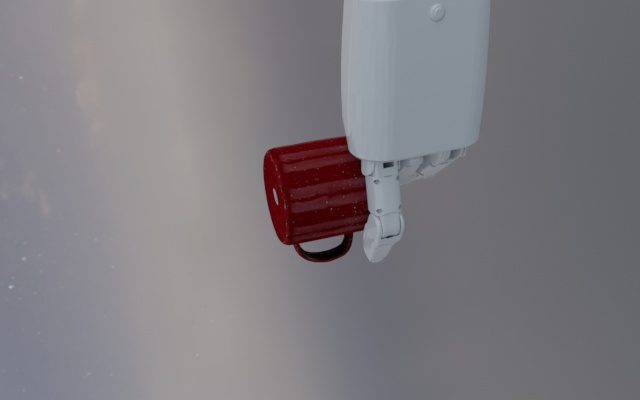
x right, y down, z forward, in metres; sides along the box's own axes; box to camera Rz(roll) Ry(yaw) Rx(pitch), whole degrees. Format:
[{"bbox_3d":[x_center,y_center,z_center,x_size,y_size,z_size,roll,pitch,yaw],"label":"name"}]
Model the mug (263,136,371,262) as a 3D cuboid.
[{"bbox_3d":[0.000,0.003,0.407,0.081,0.117,0.093,-11,30,-15],"label":"mug"}]
